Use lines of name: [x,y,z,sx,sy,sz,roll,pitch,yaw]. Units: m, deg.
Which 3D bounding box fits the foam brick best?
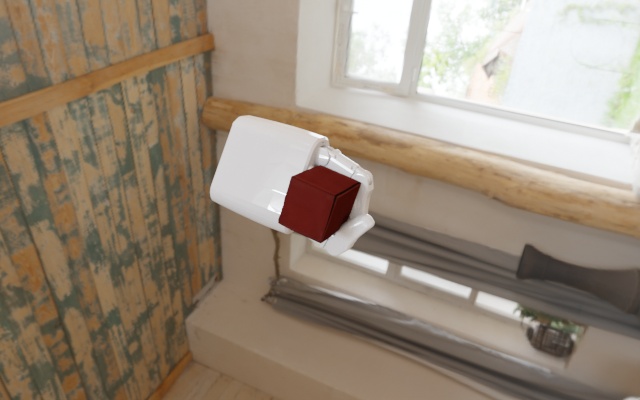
foam brick: [0.000,0.002,0.490,0.051,0.053,0.078,24,20,15]
